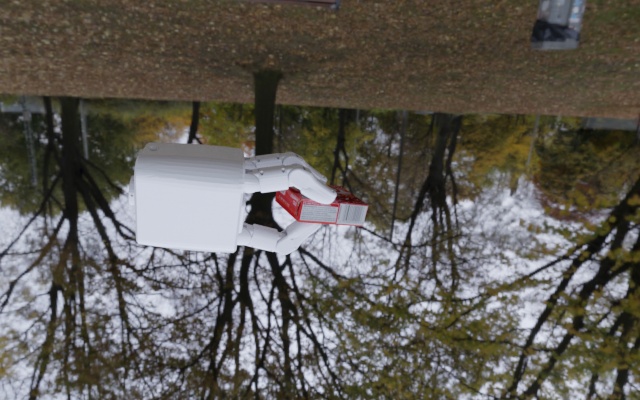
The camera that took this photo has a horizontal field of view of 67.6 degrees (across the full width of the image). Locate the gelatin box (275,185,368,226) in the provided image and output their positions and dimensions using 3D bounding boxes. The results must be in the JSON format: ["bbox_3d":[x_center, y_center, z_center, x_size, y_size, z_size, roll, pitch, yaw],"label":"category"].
[{"bbox_3d":[0.000,0.002,0.562,0.089,0.030,0.073,5,17,-26],"label":"gelatin box"}]
